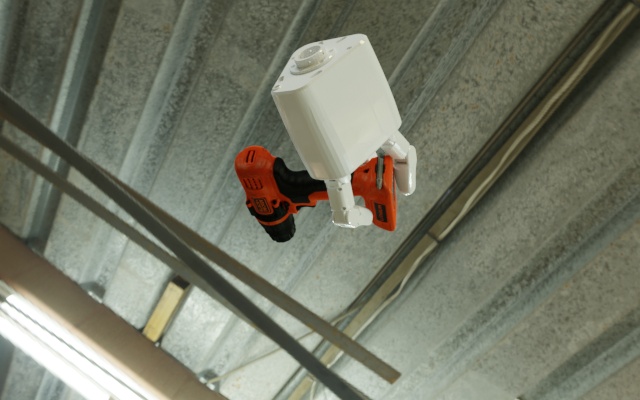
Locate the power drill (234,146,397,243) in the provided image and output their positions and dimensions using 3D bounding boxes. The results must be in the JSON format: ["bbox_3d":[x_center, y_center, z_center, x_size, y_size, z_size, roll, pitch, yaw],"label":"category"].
[{"bbox_3d":[0.001,0.002,0.602,0.187,0.057,0.185,-1,-32,10],"label":"power drill"}]
